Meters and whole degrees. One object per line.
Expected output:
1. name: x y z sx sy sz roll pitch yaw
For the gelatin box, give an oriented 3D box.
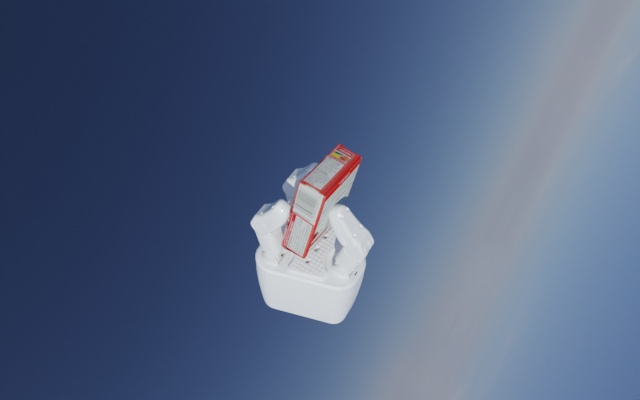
1. gelatin box: 0.001 0.001 0.450 0.030 0.089 0.073 31 45 13
